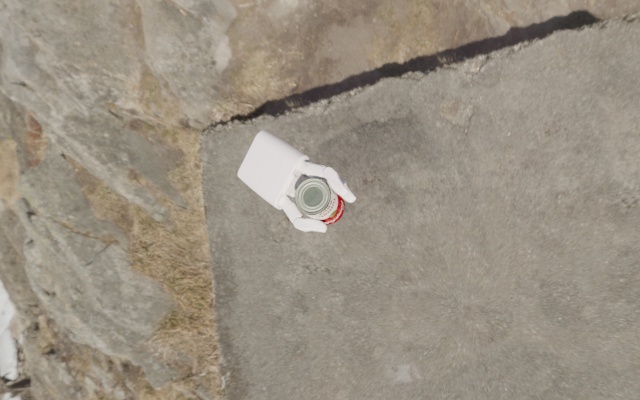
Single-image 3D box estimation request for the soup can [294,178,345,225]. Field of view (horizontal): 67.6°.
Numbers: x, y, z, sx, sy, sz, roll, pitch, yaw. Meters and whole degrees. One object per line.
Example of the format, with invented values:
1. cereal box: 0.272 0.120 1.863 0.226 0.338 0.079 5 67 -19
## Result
1. soup can: 0.000 0.003 0.866 0.068 0.068 0.102 0 -13 17
